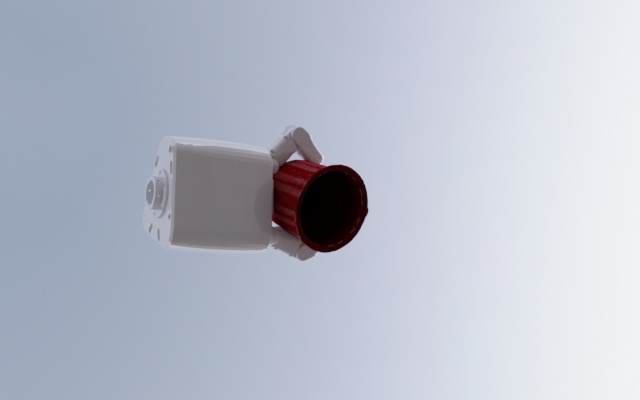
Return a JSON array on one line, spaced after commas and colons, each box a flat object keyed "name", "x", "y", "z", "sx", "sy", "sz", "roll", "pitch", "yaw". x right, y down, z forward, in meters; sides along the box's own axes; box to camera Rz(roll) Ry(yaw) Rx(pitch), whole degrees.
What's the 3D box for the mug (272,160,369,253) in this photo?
[{"name": "mug", "x": 0.001, "y": 0.002, "z": 0.528, "sx": 0.117, "sy": 0.093, "sz": 0.081, "roll": 7, "pitch": 9, "yaw": -37}]
